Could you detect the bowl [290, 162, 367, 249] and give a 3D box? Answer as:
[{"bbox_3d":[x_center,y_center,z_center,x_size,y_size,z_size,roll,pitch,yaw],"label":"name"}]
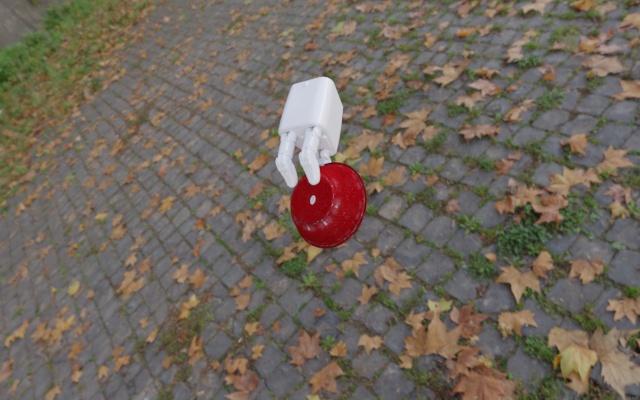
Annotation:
[{"bbox_3d":[0.000,0.004,0.849,0.162,0.162,0.055,0,-11,36],"label":"bowl"}]
